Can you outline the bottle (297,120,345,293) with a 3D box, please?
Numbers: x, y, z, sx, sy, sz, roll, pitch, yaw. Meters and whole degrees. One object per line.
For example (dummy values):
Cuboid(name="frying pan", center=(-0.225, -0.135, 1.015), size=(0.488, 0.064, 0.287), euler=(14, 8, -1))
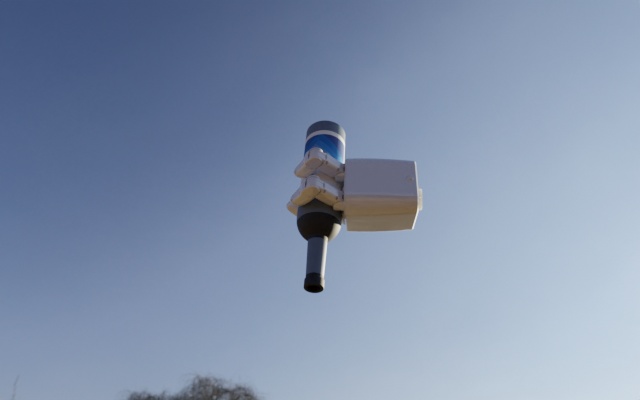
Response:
Cuboid(name="bottle", center=(0.000, 0.002, 0.725), size=(0.069, 0.295, 0.069), euler=(3, -38, 2))
